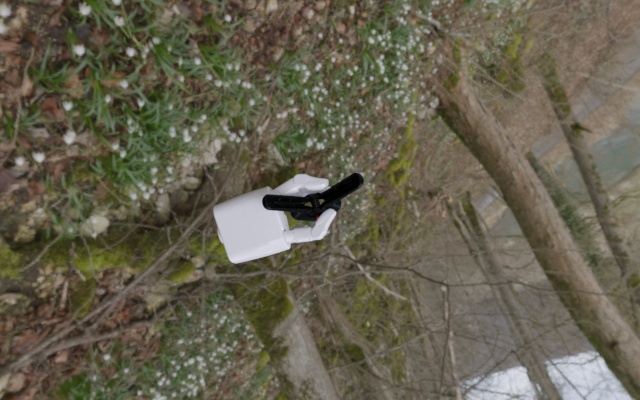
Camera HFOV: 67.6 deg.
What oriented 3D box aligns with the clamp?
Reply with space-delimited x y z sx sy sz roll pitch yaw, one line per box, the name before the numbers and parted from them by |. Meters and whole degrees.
clamp | 0.000 0.004 0.840 0.164 0.036 0.210 -14 -14 5
